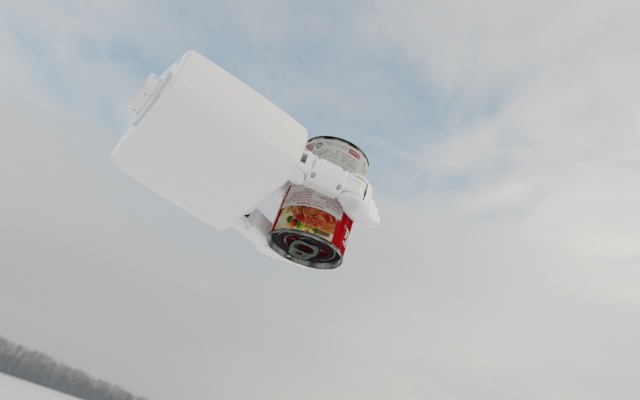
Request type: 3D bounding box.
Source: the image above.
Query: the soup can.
[{"bbox_3d":[0.001,0.001,0.430,0.068,0.102,0.068,14,-29,8],"label":"soup can"}]
